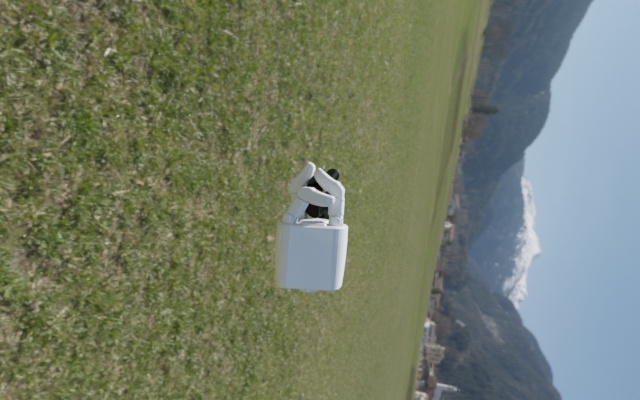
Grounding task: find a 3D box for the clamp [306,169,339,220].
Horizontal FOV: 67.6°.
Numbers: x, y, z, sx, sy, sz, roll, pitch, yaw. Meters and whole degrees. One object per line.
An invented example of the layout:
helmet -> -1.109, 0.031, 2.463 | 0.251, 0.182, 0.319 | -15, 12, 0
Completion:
clamp -> 0.001, 0.003, 0.860 | 0.039, 0.120, 0.171 | 5, 5, 15
